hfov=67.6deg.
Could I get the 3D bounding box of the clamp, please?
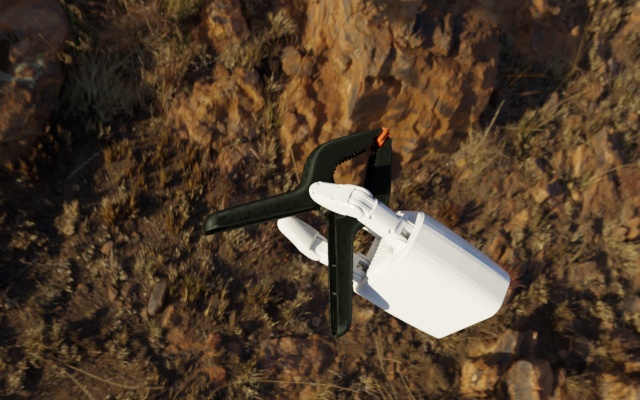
[{"bbox_3d":[0.001,0.001,0.466,0.164,0.210,0.036,34,-22,-9],"label":"clamp"}]
